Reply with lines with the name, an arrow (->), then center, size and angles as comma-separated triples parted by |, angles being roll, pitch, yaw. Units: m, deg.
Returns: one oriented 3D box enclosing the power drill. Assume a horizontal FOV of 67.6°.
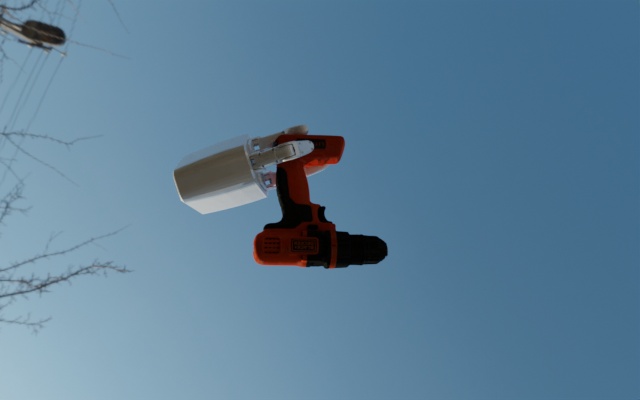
power drill -> 0.000, 0.002, 0.670 | 0.184, 0.187, 0.057 | 2, -19, -8
